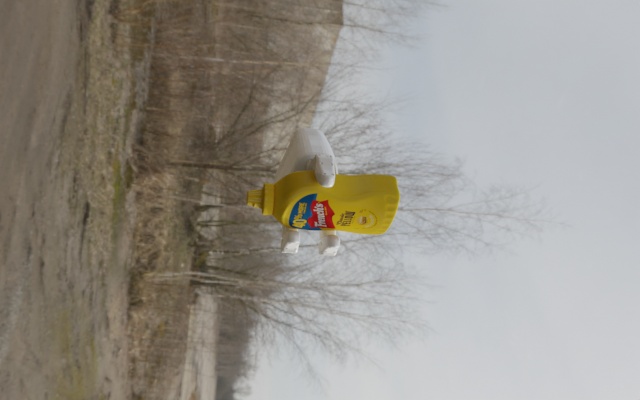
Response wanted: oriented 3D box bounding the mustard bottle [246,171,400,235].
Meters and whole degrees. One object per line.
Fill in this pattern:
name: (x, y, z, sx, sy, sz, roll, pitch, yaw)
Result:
mustard bottle: (0.000, 0.002, 0.626, 0.191, 0.058, 0.096, 4, -37, -10)
